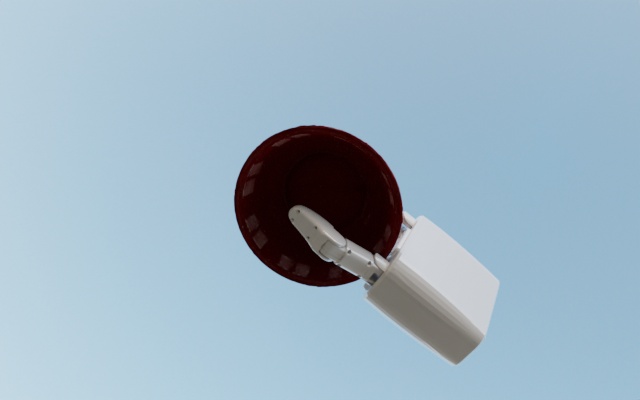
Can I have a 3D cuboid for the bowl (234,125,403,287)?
[{"bbox_3d":[-0.001,0.000,0.471,0.162,0.162,0.055,0,20,11],"label":"bowl"}]
